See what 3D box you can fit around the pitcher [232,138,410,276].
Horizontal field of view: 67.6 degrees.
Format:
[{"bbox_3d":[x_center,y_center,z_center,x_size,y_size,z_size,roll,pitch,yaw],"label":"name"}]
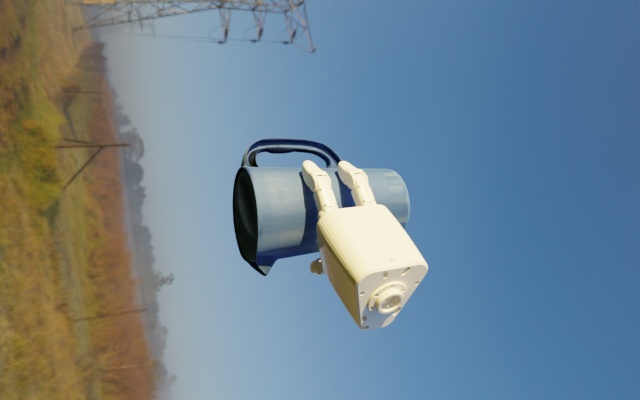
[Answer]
[{"bbox_3d":[0.000,0.002,0.689,0.243,0.149,0.145,-5,36,-24],"label":"pitcher"}]
